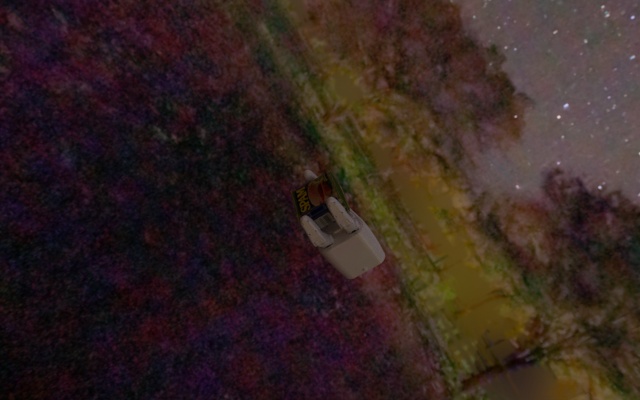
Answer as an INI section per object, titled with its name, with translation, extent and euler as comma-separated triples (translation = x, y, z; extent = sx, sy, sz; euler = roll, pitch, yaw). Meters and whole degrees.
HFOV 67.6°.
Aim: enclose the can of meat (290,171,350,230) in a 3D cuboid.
[can of meat]
translation = 0.000, 0.003, 0.861
extent = 0.084, 0.057, 0.102
euler = -31, 37, 10
